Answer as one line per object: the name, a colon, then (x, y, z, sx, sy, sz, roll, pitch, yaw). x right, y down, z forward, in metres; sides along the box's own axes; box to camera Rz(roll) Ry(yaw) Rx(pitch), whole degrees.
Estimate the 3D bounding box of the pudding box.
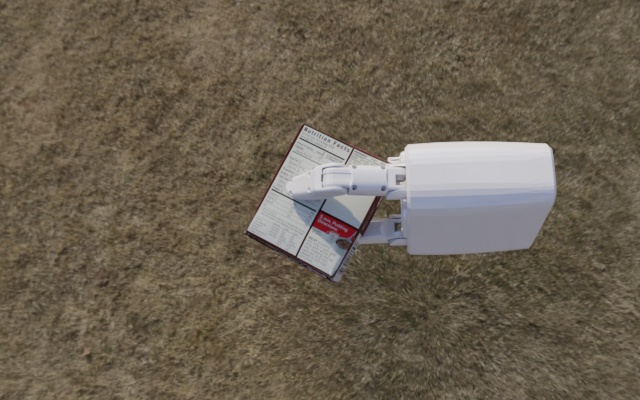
pudding box: (0.000, 0.001, 0.416, 0.090, 0.113, 0.039, 27, -8, 12)
